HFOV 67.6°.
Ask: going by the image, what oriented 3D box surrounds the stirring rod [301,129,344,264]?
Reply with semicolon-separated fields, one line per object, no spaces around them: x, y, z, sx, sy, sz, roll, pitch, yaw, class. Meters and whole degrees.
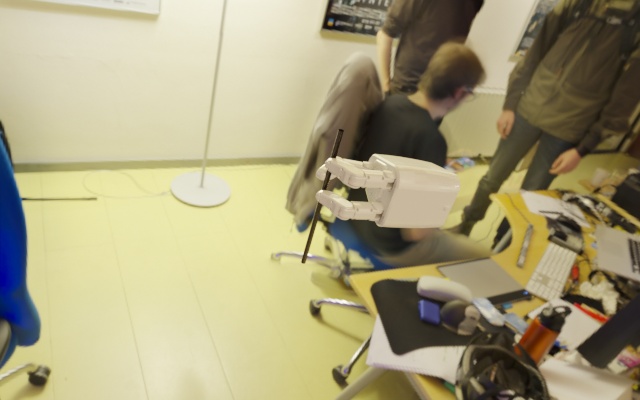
0.000;0.002;0.718;0.011;0.240;0.011;12;32;-7;stirring rod
